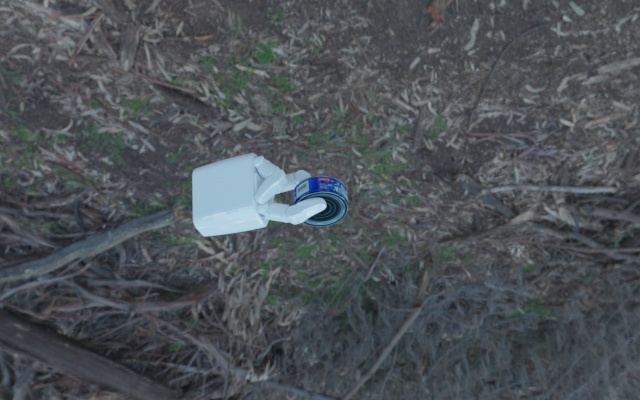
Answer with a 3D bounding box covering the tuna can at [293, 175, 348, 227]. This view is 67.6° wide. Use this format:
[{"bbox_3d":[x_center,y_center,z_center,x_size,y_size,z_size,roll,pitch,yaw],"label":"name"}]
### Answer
[{"bbox_3d":[0.000,0.003,0.736,0.086,0.033,0.086,-2,-41,-2],"label":"tuna can"}]
